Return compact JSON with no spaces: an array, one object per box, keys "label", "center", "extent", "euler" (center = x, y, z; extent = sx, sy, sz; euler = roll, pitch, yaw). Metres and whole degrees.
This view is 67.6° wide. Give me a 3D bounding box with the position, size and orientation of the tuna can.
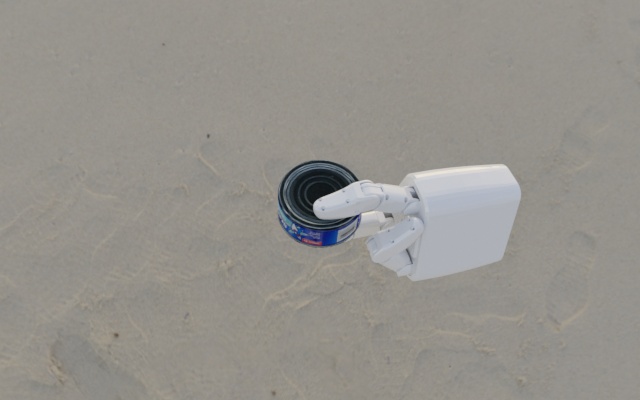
[{"label":"tuna can","center":[0.000,0.001,0.471],"extent":[0.086,0.086,0.034],"euler":[0,-35,-3]}]
